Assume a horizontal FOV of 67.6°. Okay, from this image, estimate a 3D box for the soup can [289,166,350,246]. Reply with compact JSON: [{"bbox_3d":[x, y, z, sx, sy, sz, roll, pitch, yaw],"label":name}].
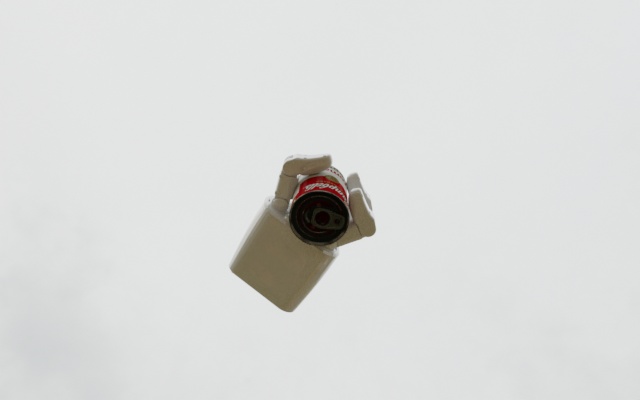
[{"bbox_3d":[0.000,0.001,0.575,0.068,0.068,0.102,0,22,2],"label":"soup can"}]
